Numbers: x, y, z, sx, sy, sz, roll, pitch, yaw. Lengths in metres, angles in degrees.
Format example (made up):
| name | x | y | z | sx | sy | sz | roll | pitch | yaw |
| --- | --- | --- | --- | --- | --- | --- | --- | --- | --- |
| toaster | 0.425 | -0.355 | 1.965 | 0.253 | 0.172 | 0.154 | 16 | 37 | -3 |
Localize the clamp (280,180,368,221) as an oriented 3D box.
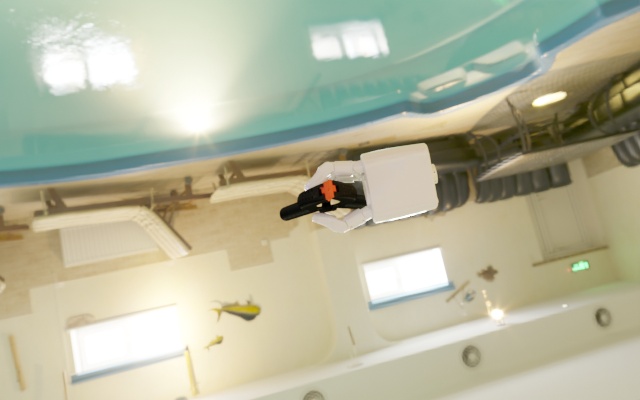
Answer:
| name | x | y | z | sx | sy | sz | roll | pitch | yaw |
| --- | --- | --- | --- | --- | --- | --- | --- | --- | --- |
| clamp | 0.000 | 0.003 | 0.784 | 0.164 | 0.036 | 0.210 | -11 | -9 | 4 |
